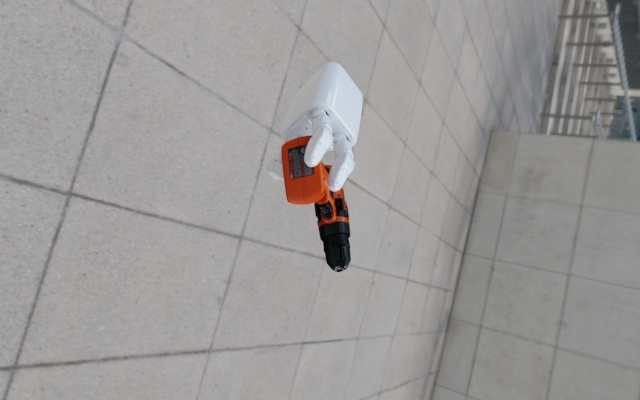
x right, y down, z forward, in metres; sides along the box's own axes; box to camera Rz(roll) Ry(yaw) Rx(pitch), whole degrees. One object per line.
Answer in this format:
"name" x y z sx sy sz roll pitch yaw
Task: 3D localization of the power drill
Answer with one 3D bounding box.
"power drill" 0.000 0.002 0.726 0.057 0.184 0.188 -14 -26 10
